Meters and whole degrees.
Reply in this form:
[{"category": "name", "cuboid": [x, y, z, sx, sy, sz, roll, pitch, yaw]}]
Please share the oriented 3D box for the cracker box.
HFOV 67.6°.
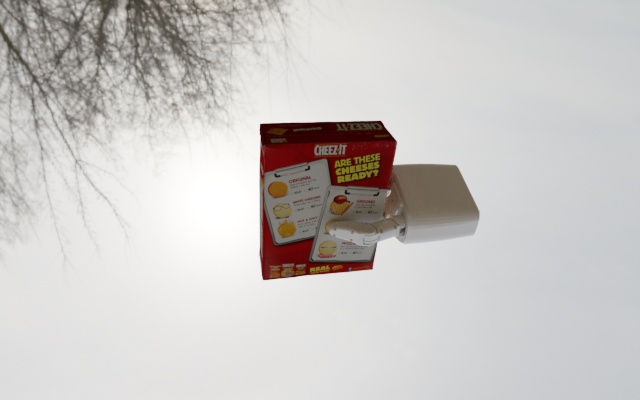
[{"category": "cracker box", "cuboid": [0.000, 0.002, 0.642, 0.164, 0.214, 0.072, -4, 35, -12]}]
